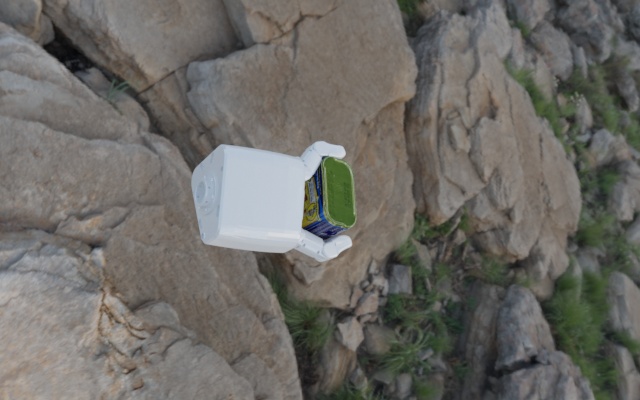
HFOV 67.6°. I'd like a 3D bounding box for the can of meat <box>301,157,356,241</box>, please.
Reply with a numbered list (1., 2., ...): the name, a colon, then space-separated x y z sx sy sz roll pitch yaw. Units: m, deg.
1. can of meat: 0.000 0.002 0.633 0.057 0.102 0.084 15 -29 -34
